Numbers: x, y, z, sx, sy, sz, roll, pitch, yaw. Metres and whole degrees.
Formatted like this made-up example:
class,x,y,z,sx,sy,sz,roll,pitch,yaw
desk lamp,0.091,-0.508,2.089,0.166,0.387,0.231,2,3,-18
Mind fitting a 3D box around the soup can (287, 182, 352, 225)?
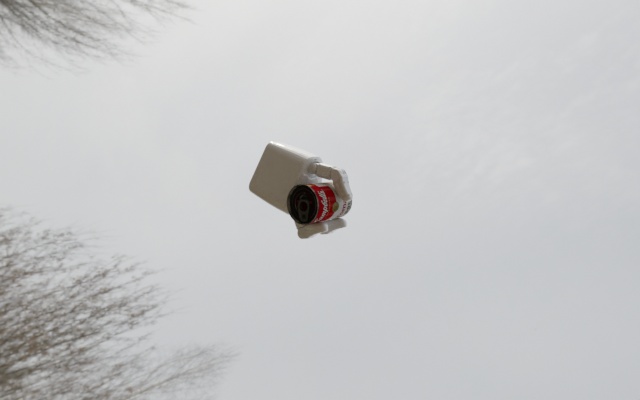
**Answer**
class,x,y,z,sx,sy,sz,roll,pitch,yaw
soup can,0.001,0.003,0.829,0.068,0.068,0.102,0,5,38
